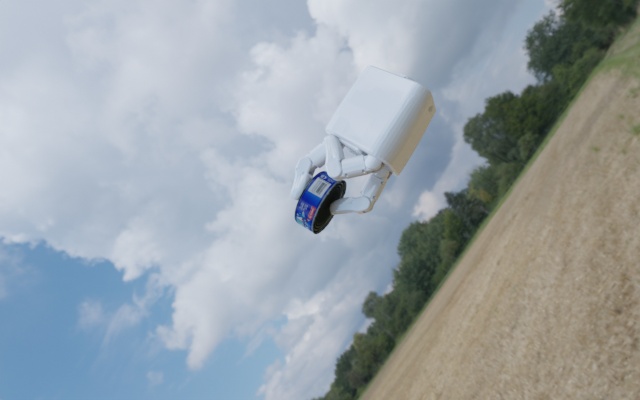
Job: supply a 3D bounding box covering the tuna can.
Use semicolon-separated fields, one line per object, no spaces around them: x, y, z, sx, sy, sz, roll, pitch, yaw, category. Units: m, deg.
0.000;0.002;0.672;0.033;0.086;0.086;30;9;17;tuna can
